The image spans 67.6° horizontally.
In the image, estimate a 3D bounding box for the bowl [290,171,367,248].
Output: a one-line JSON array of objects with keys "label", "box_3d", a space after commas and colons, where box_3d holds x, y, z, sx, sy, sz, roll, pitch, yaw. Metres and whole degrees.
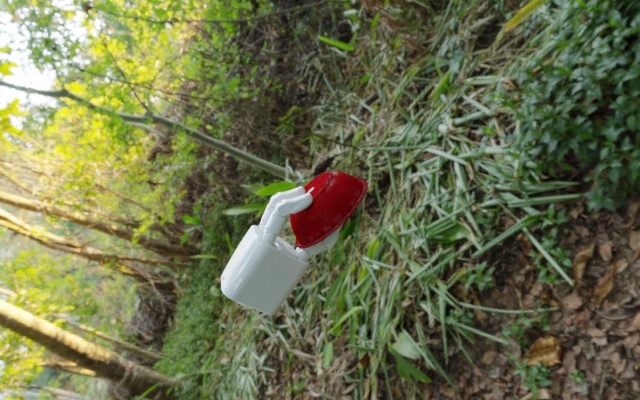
[{"label": "bowl", "box_3d": [0.001, 0.001, 0.804, 0.055, 0.162, 0.162, 46, -17, -16]}]
